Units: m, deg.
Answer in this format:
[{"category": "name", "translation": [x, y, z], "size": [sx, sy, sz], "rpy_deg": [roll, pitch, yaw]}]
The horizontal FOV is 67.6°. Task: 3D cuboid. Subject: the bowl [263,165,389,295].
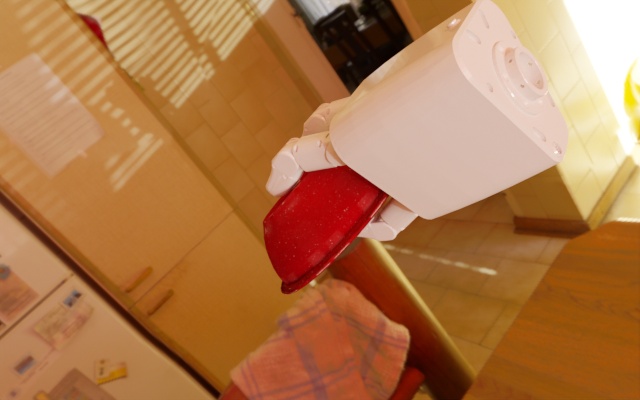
[{"category": "bowl", "translation": [-0.001, 0.002, 0.416], "size": [0.055, 0.162, 0.162], "rpy_deg": [40, -6, -6]}]
